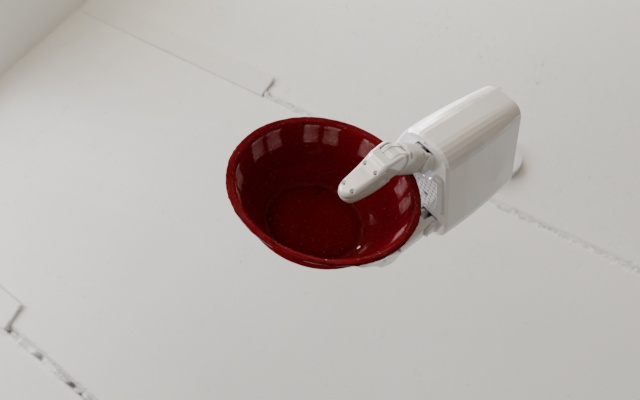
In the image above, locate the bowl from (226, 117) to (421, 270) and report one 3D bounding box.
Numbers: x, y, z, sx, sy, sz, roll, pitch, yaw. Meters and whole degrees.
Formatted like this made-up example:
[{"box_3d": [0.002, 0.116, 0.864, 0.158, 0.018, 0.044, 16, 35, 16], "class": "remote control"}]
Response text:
[{"box_3d": [-0.001, 0.002, 0.407, 0.162, 0.162, 0.055, 0, -40, -15], "class": "bowl"}]
